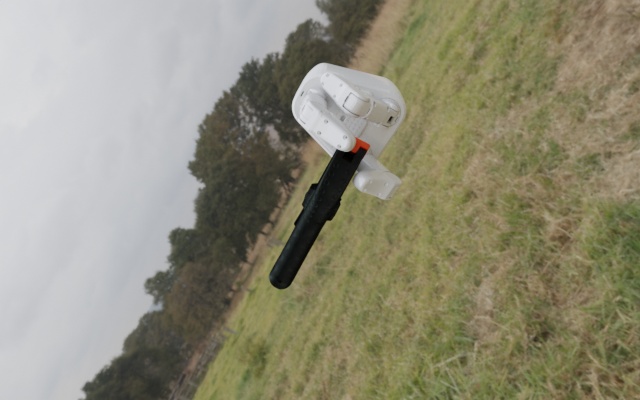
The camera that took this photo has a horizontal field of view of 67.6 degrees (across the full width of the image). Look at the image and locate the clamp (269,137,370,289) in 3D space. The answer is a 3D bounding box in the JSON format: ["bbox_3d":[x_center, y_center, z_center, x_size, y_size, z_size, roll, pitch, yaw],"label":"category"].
[{"bbox_3d":[0.000,0.001,0.500,0.039,0.171,0.120,28,23,-9],"label":"clamp"}]
